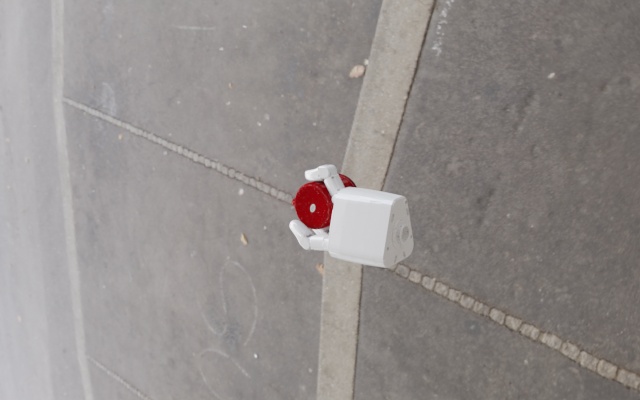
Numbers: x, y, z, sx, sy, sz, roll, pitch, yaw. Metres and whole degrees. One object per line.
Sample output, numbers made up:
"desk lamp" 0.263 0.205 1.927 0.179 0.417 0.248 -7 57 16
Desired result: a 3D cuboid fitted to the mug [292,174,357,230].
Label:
"mug" -0.001 0.003 0.842 0.117 0.093 0.081 8 15 38
